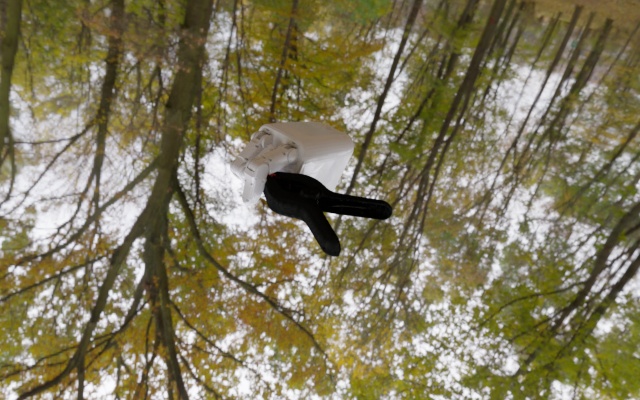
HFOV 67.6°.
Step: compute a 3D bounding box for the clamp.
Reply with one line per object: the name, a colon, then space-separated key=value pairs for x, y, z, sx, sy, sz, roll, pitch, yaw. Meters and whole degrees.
clamp: x=0.000 y=0.002 z=0.589 sx=0.120 sy=0.039 sz=0.171 roll=-17 pitch=40 yaw=-41
